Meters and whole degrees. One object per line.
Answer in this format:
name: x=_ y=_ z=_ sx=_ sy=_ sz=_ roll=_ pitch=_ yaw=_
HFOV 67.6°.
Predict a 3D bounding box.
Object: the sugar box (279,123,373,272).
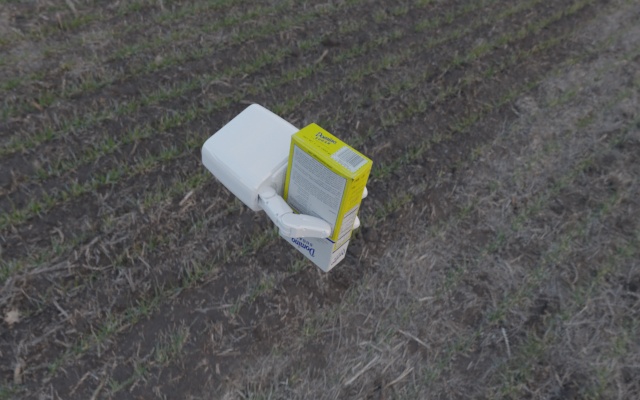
sugar box: x=0.000 y=0.002 z=0.595 sx=0.093 sy=0.176 sz=0.048 roll=37 pitch=53 yaw=22
